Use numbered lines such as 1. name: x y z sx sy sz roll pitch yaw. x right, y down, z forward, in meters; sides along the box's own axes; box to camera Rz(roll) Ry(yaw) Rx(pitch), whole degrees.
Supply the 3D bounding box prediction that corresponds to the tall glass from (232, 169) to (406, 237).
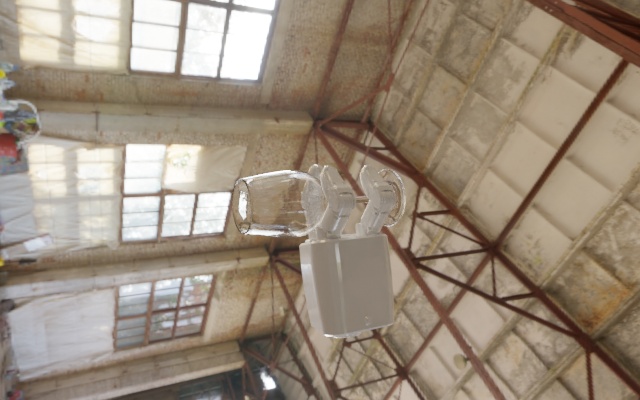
1. tall glass: 0.001 0.002 0.570 0.201 0.079 0.079 -3 1 -29
